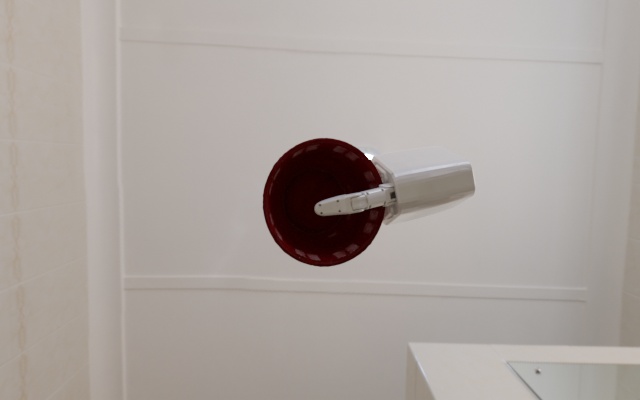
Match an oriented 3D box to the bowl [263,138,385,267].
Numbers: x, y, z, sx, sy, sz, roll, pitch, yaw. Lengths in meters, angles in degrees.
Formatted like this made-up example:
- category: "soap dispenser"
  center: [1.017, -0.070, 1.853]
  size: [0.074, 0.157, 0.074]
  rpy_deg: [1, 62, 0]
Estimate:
- category: "bowl"
  center: [-0.001, 0.002, 0.620]
  size: [0.162, 0.162, 0.055]
  rpy_deg: [0, 2, -18]
